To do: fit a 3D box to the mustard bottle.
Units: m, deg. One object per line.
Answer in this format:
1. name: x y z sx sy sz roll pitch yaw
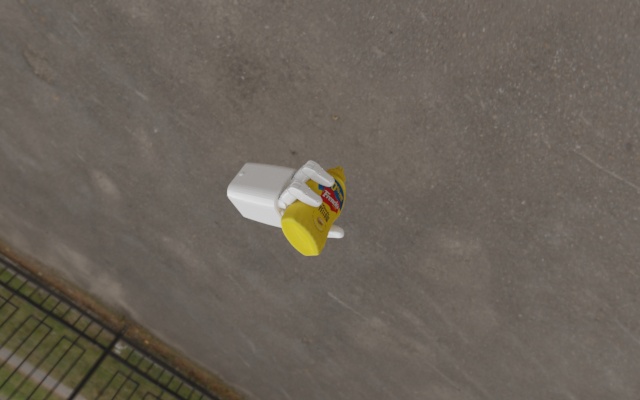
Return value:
1. mustard bottle: 0.000 0.003 0.882 0.058 0.096 0.191 -9 37 38
